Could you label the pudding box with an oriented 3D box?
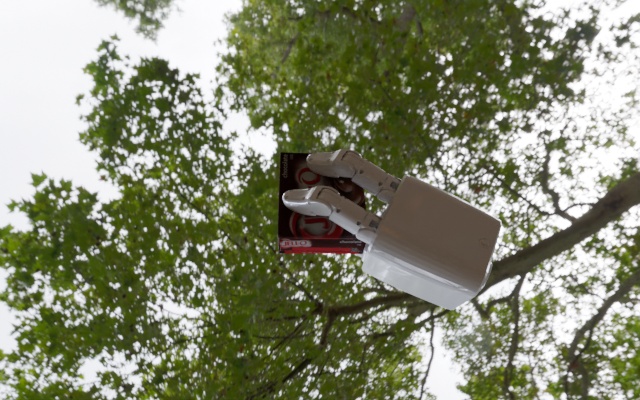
[{"bbox_3d":[0.000,0.002,0.508,0.090,0.113,0.039,1,-37,-5],"label":"pudding box"}]
